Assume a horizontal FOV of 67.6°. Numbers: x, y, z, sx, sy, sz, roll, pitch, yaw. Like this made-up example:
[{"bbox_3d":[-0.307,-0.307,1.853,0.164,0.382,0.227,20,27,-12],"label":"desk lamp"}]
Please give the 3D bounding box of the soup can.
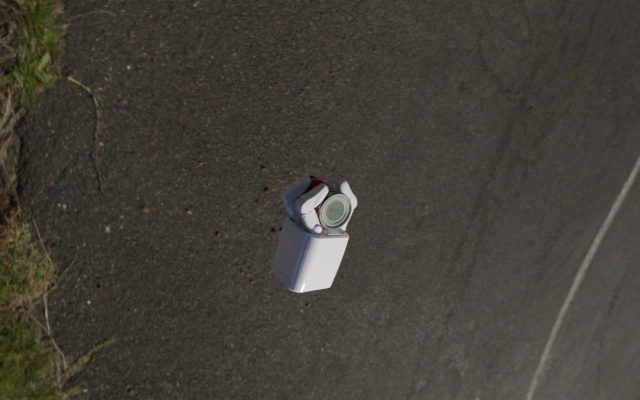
[{"bbox_3d":[0.001,0.002,0.836,0.068,0.068,0.102,0,19,-32],"label":"soup can"}]
